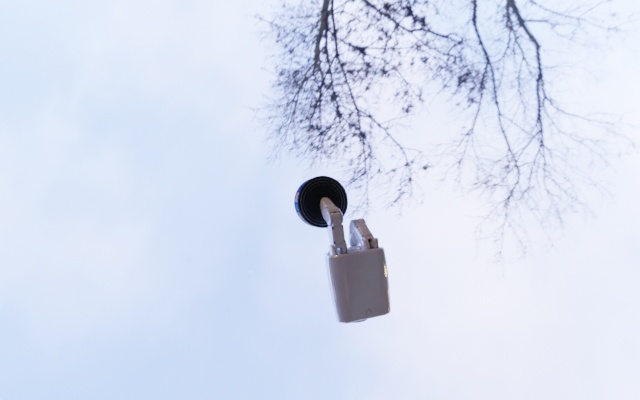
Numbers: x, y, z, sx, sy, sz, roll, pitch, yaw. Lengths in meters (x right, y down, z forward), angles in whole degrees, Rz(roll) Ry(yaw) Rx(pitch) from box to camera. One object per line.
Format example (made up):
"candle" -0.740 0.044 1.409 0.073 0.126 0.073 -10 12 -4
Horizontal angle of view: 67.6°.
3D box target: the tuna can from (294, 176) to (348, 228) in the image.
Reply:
"tuna can" 0.000 0.003 0.795 0.086 0.086 0.034 0 -1 -16
